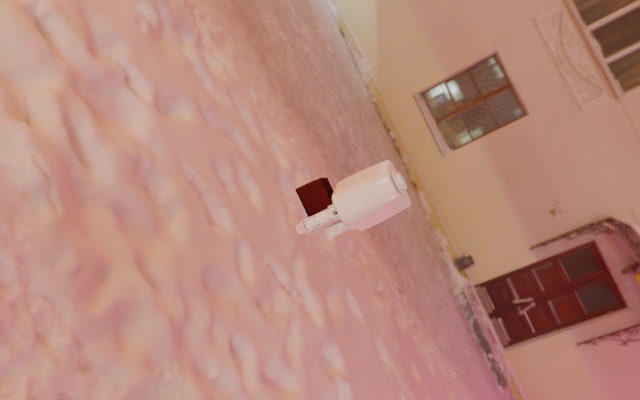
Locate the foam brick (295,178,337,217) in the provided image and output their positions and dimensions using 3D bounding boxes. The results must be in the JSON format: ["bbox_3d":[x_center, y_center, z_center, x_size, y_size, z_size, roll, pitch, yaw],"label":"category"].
[{"bbox_3d":[0.000,0.003,0.859,0.051,0.078,0.053,-27,-4,17],"label":"foam brick"}]
